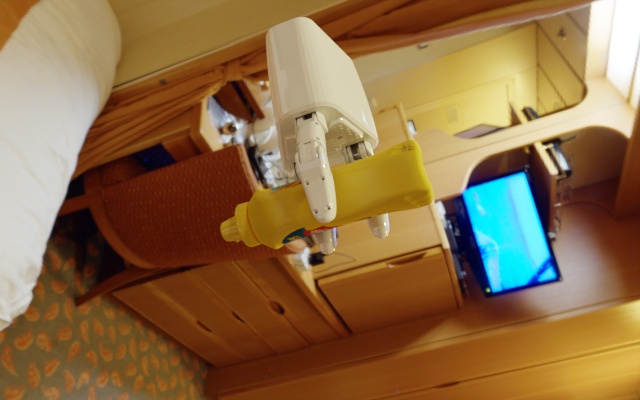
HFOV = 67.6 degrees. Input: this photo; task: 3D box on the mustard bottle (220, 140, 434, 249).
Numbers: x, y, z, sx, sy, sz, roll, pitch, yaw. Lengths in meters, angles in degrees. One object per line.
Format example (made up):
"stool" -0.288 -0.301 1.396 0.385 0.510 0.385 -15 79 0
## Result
"mustard bottle" 0.000 0.002 0.426 0.191 0.058 0.096 -17 -1 11
